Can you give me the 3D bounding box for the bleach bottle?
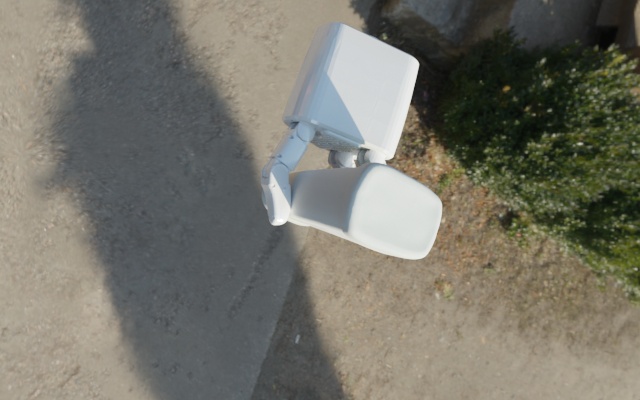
[{"bbox_3d":[0.000,0.002,0.494,0.102,0.068,0.251,23,-7,-32],"label":"bleach bottle"}]
